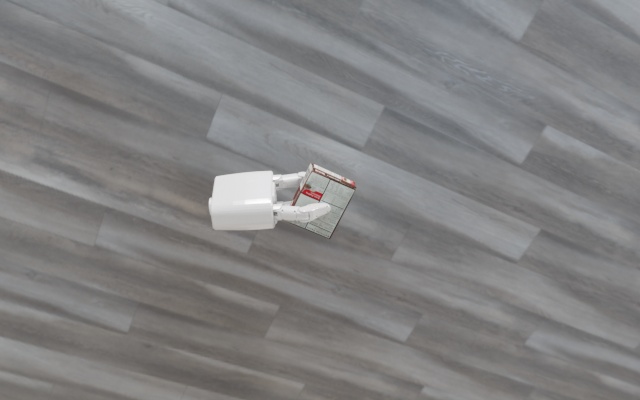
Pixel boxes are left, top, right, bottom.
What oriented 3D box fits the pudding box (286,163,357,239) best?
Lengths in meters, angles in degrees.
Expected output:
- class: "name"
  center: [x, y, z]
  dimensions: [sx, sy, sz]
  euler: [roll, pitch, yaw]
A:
- class: "pudding box"
  center: [0.000, 0.003, 0.854]
  dimensions: [0.090, 0.113, 0.039]
  euler: [23, 22, -13]
